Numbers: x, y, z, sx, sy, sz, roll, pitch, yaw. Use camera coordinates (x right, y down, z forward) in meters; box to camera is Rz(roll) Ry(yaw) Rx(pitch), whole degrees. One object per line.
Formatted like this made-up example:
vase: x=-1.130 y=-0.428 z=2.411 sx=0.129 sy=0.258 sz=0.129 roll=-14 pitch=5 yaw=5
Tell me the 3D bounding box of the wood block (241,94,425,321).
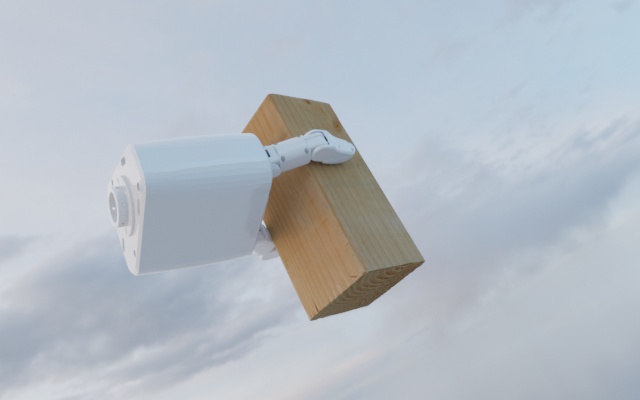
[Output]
wood block: x=0.000 y=0.001 z=0.481 sx=0.090 sy=0.206 sz=0.091 roll=-1 pitch=-36 yaw=-45
